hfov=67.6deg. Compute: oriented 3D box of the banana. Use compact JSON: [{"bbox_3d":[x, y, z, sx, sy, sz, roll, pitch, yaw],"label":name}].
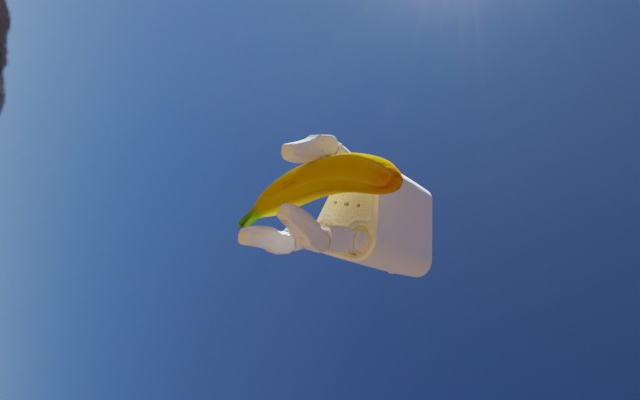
[{"bbox_3d":[0.002,-0.013,0.459,0.198,0.069,0.037,-18,-48,41],"label":"banana"}]
